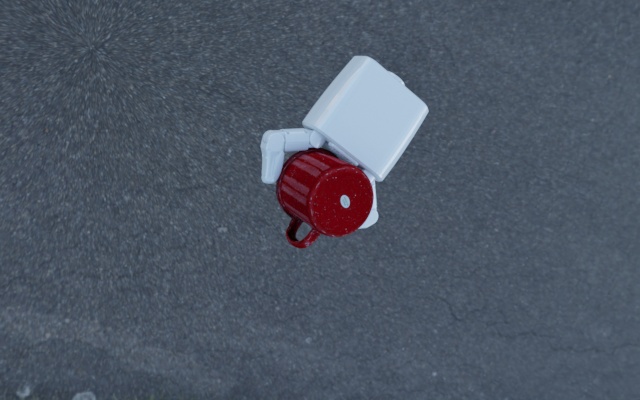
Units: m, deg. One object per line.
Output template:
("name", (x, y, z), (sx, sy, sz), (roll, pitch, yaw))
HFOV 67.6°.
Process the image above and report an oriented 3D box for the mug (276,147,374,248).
("mug", (-0.001, 0.003, 0.540), (0.093, 0.117, 0.081), (36, -2, -30))
